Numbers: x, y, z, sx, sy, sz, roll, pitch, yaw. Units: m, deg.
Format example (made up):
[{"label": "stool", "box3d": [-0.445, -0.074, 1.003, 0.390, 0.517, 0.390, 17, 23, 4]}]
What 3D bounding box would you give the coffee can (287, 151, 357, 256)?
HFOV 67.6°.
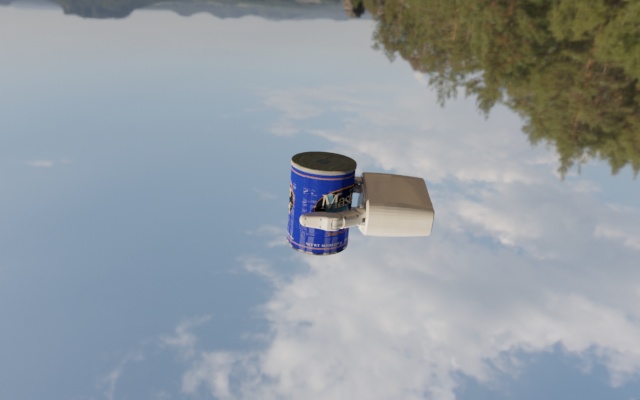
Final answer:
[{"label": "coffee can", "box3d": [0.000, 0.002, 0.766, 0.103, 0.140, 0.102, 4, 22, -2]}]
